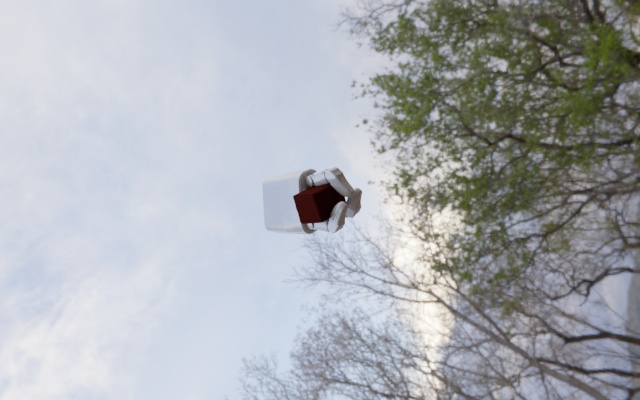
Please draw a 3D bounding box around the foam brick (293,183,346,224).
[{"bbox_3d":[0.000,0.003,0.828,0.051,0.053,0.078,-5,15,41],"label":"foam brick"}]
